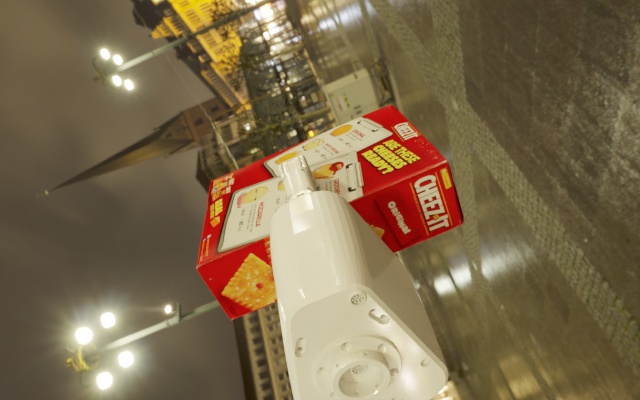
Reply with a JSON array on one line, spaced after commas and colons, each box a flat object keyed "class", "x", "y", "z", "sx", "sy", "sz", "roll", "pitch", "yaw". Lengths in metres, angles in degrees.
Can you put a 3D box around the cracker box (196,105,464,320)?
[{"class": "cracker box", "x": 0.000, "y": 0.001, "z": 0.451, "sx": 0.214, "sy": 0.072, "sz": 0.164, "roll": -22, "pitch": 28, "yaw": 3}]
